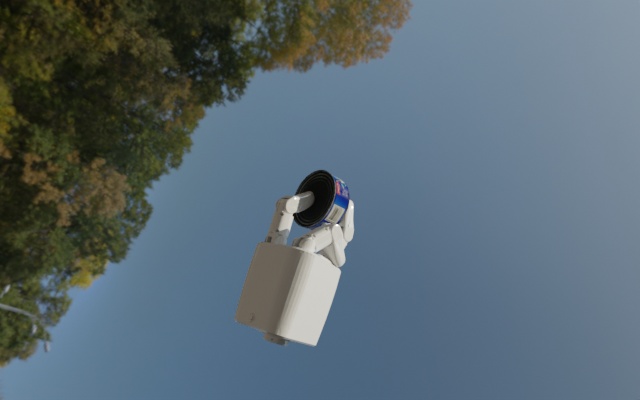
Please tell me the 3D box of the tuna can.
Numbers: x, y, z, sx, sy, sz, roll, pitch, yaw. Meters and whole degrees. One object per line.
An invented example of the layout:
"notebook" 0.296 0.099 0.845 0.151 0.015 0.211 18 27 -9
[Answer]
"tuna can" 0.001 0.002 0.678 0.034 0.086 0.086 26 -17 -39
